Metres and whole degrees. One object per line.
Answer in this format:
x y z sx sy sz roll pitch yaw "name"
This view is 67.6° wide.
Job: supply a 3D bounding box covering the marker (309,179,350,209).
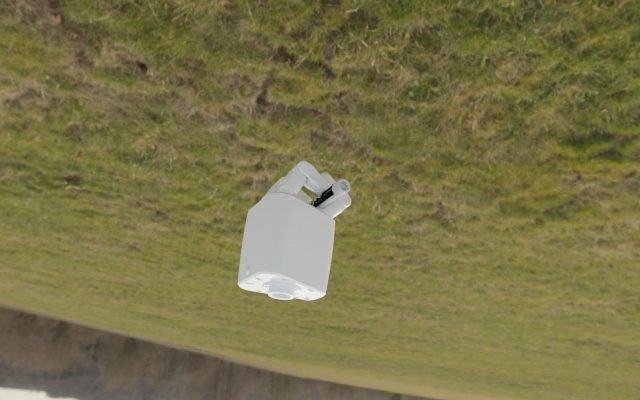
0.000 0.002 0.646 0.020 0.020 0.121 0 -20 -32 "marker"
